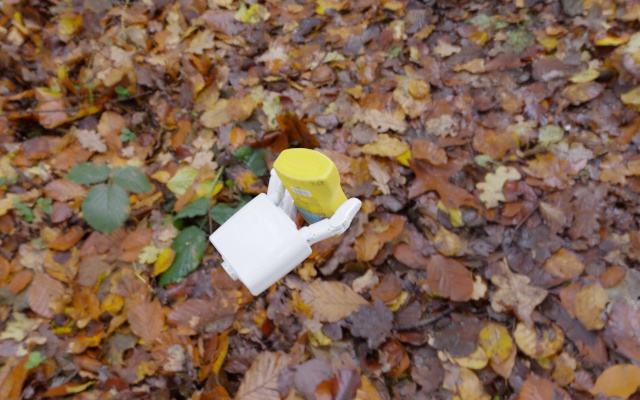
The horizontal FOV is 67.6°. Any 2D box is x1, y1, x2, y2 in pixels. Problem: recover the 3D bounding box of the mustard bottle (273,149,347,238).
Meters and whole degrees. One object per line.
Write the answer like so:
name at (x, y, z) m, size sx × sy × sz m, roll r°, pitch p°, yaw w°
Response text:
mustard bottle at (0.000, 0.002, 0.750) m, size 0.096 × 0.058 × 0.192 m, roll 15°, pitch -29°, yaw 29°
